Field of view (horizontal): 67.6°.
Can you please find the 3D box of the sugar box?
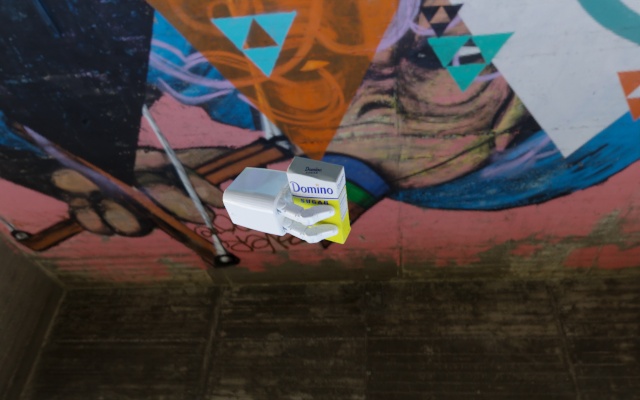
[{"bbox_3d":[0.000,0.003,0.859,0.093,0.048,0.176,13,-34,19],"label":"sugar box"}]
